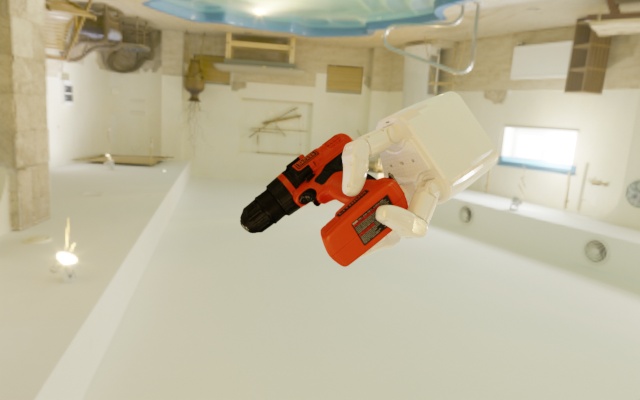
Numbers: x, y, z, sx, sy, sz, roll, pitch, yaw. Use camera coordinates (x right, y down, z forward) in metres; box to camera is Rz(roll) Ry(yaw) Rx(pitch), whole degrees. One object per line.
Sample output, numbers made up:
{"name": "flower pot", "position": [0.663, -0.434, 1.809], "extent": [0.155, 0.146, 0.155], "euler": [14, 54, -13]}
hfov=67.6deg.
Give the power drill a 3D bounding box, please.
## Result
{"name": "power drill", "position": [0.001, 0.002, 0.570], "extent": [0.184, 0.057, 0.187], "euler": [-40, 34, -7]}
